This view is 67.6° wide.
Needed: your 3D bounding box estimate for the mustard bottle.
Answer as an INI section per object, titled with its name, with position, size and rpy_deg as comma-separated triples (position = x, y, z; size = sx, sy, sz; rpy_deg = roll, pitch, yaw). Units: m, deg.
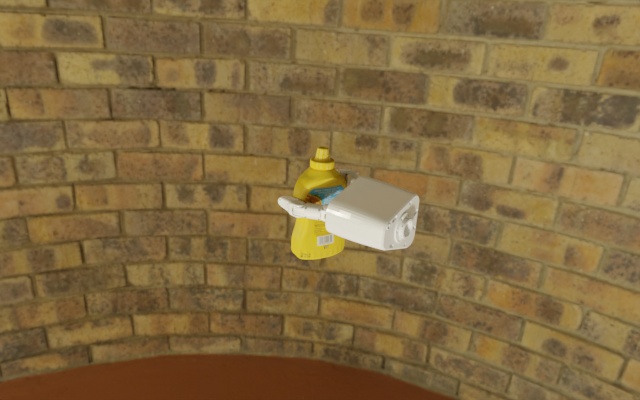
[mustard bottle]
position = 0.000, 0.003, 0.817
size = 0.096, 0.192, 0.058
rpy_deg = -8, 24, -26
